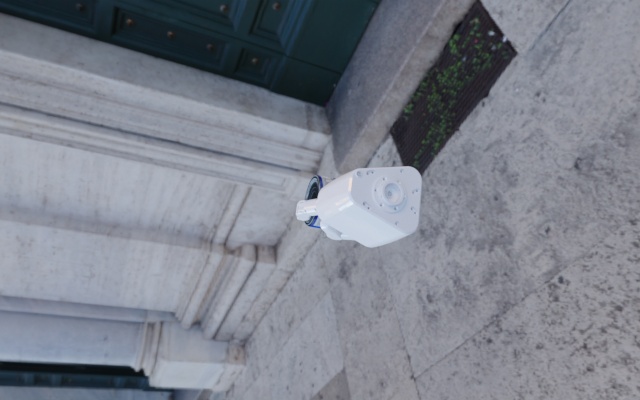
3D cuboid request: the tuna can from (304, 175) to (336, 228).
[{"bbox_3d":[0.000,0.002,0.774,0.034,0.086,0.086,10,-3,-17],"label":"tuna can"}]
